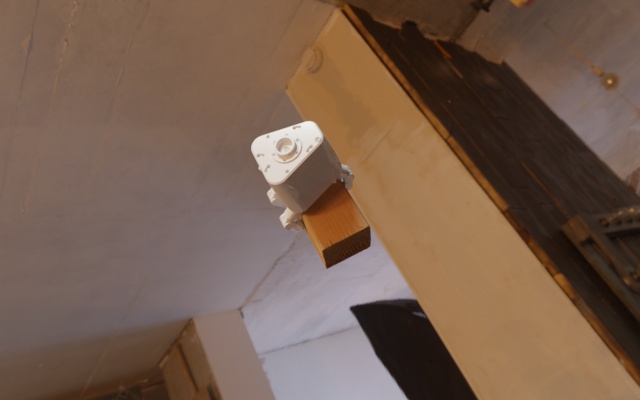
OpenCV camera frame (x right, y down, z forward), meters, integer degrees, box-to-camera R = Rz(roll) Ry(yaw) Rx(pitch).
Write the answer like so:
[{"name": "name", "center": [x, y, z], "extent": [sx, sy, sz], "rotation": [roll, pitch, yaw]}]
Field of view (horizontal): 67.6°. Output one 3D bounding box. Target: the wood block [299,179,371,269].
[{"name": "wood block", "center": [0.000, 0.002, 0.849], "extent": [0.091, 0.206, 0.090], "rotation": [-26, -28, -7]}]
